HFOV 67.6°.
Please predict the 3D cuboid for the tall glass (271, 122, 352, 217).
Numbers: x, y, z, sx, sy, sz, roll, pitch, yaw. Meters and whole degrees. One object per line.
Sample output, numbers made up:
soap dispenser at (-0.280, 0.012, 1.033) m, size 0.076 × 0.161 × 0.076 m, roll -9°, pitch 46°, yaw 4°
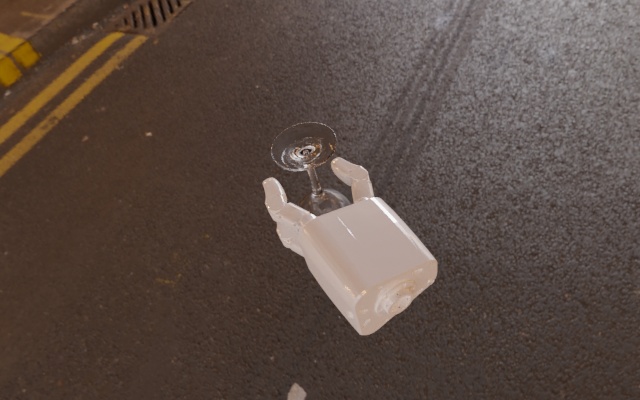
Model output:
tall glass at (0.000, 0.001, 0.598) m, size 0.079 × 0.079 × 0.201 m, roll 0°, pitch -39°, yaw 14°
